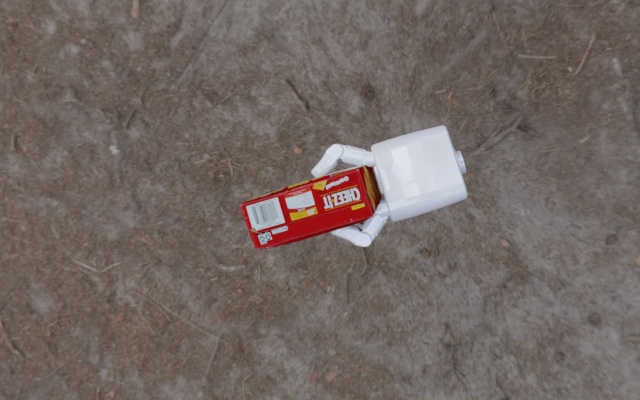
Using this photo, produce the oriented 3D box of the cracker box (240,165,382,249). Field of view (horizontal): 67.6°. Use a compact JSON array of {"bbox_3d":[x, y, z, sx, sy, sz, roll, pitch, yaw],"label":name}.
[{"bbox_3d":[0.000,0.002,0.700,0.164,0.072,0.213,-17,3,12],"label":"cracker box"}]
